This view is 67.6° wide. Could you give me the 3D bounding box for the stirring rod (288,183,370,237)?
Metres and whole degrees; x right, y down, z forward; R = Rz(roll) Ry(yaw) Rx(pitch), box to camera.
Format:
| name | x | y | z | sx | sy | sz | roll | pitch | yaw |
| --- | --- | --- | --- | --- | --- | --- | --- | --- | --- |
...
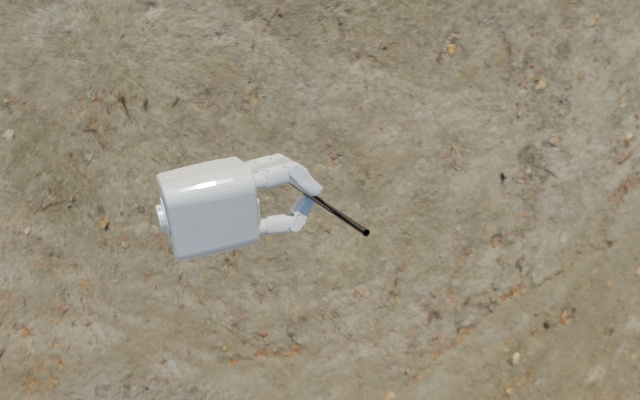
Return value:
| name | x | y | z | sx | sy | sz | roll | pitch | yaw |
| --- | --- | --- | --- | --- | --- | --- | --- | --- | --- |
| stirring rod | 0.000 | 0.002 | 0.601 | 0.011 | 0.011 | 0.239 | 0 | 15 | -24 |
